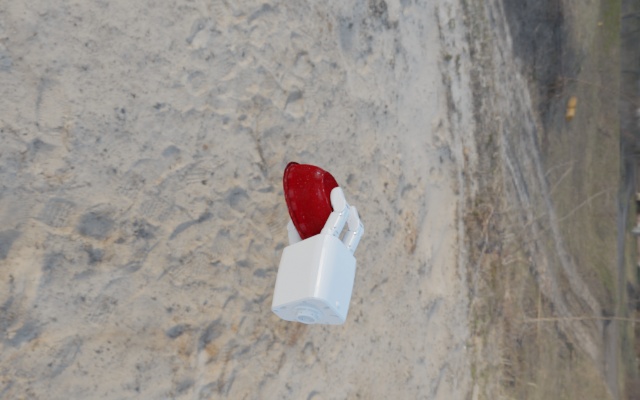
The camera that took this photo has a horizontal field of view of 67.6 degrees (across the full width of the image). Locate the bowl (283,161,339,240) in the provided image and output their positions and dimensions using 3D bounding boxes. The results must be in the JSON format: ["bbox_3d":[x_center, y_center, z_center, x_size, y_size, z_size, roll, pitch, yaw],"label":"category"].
[{"bbox_3d":[0.000,0.001,0.803,0.055,0.162,0.162,-19,-7,20],"label":"bowl"}]
